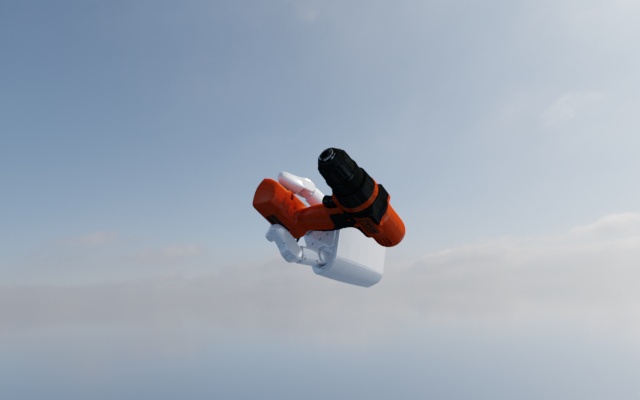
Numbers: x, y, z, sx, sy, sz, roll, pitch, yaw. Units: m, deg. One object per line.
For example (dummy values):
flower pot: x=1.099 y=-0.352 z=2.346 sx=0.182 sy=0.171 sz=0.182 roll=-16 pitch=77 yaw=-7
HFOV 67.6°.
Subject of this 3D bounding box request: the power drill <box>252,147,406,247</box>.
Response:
power drill: x=0.000 y=0.002 z=0.640 sx=0.187 sy=0.057 sz=0.184 roll=-1 pitch=-37 yaw=39
